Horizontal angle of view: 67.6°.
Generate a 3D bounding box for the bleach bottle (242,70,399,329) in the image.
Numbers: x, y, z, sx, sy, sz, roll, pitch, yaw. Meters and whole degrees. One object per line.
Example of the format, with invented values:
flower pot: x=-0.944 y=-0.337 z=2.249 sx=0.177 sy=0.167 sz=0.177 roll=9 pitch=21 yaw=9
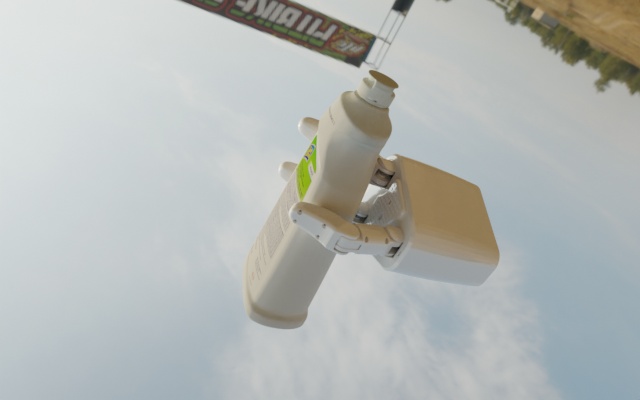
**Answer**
bleach bottle: x=0.000 y=0.001 z=0.443 sx=0.068 sy=0.251 sz=0.102 roll=15 pitch=33 yaw=-23
